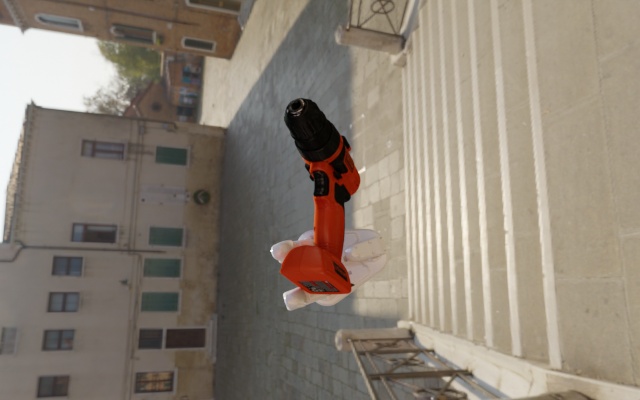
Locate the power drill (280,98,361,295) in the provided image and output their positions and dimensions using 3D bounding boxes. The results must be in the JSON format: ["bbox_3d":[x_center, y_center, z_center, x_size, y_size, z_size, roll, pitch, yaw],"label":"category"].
[{"bbox_3d":[0.000,0.002,0.542,0.057,0.187,0.184,-4,-26,22],"label":"power drill"}]
